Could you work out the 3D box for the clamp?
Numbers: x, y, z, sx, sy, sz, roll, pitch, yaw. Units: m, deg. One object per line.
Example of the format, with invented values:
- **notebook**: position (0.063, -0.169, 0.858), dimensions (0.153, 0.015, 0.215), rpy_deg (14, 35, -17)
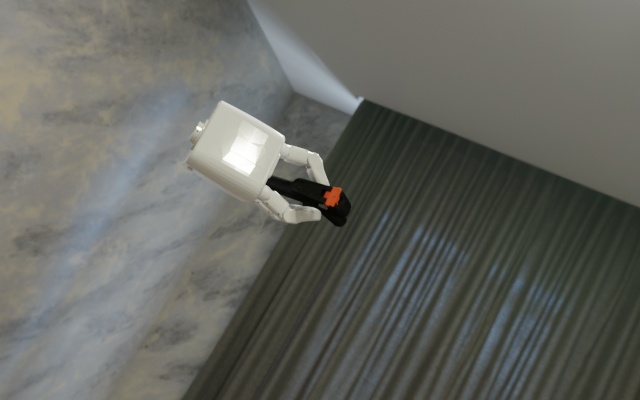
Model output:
- **clamp**: position (0.000, 0.002, 0.731), dimensions (0.164, 0.036, 0.210), rpy_deg (28, -8, -19)
